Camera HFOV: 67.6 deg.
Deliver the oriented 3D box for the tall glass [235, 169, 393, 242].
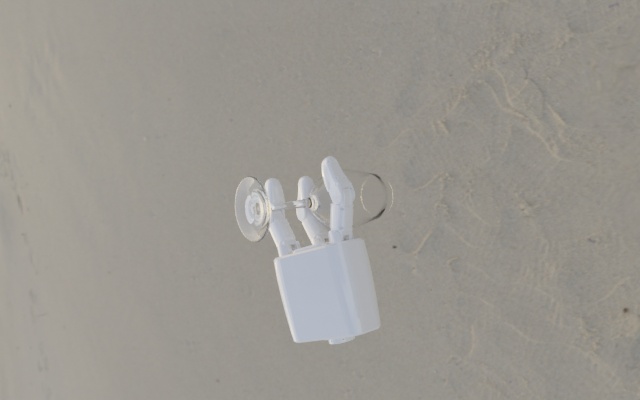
[{"bbox_3d":[0.000,0.002,0.594,0.201,0.079,0.079,-7,4,-39],"label":"tall glass"}]
